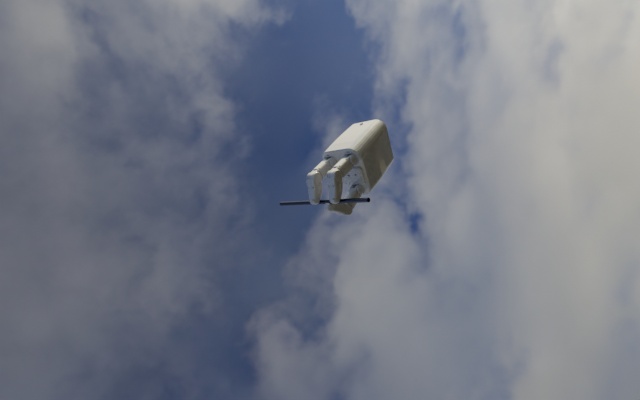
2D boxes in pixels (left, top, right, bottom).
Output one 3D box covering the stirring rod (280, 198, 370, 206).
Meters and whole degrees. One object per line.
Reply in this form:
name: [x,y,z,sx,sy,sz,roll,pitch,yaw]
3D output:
stirring rod: [0.000,0.003,0.889,0.011,0.011,0.239,0,-2,-42]
